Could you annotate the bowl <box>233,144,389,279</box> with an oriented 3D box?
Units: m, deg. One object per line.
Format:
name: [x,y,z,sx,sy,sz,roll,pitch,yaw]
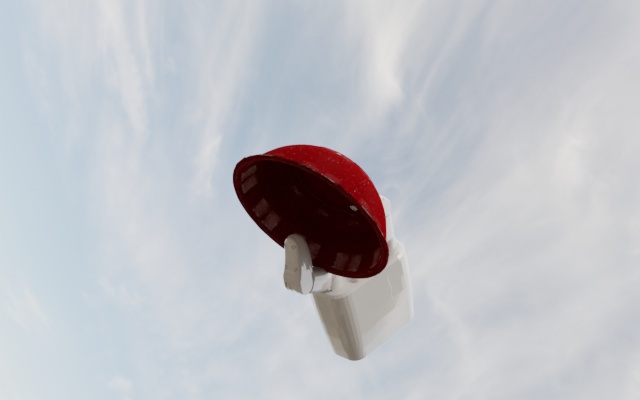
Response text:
bowl: [0.000,0.000,0.441,0.162,0.055,0.162,25,-31,16]
